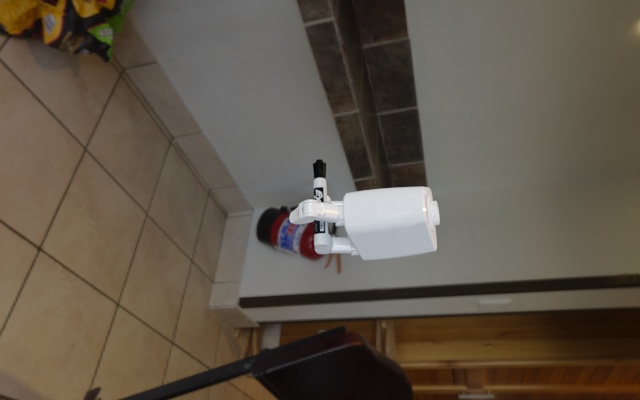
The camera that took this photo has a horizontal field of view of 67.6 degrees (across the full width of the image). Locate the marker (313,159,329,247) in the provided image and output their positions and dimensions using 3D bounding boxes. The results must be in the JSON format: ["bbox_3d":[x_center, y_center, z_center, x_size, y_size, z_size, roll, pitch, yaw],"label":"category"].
[{"bbox_3d":[0.000,0.002,0.644,0.020,0.121,0.020,-1,-17,0],"label":"marker"}]
